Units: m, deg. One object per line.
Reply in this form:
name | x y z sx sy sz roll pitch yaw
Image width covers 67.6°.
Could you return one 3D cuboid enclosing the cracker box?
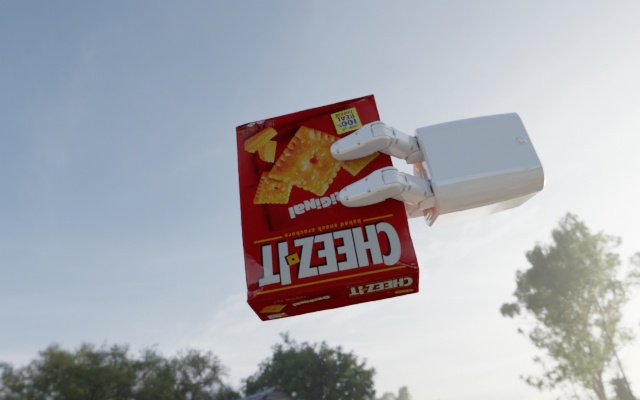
cracker box | 0.000 0.002 0.504 0.164 0.213 0.072 -12 -31 4
